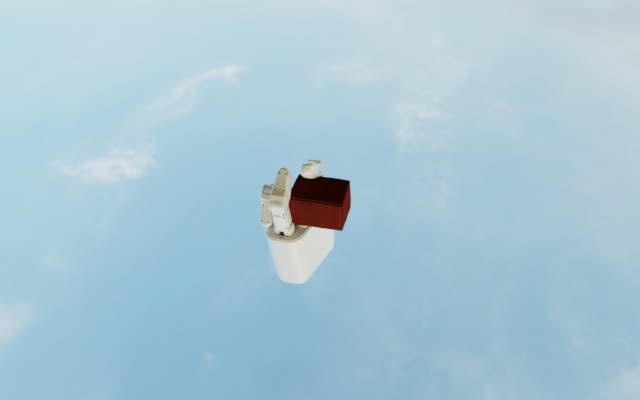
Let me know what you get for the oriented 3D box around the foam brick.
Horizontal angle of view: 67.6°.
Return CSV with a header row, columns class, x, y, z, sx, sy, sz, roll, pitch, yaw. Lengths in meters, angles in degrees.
class,x,y,z,sx,sy,sz,roll,pitch,yaw
foam brick,0.000,0.002,0.663,0.078,0.051,0.053,8,45,15
